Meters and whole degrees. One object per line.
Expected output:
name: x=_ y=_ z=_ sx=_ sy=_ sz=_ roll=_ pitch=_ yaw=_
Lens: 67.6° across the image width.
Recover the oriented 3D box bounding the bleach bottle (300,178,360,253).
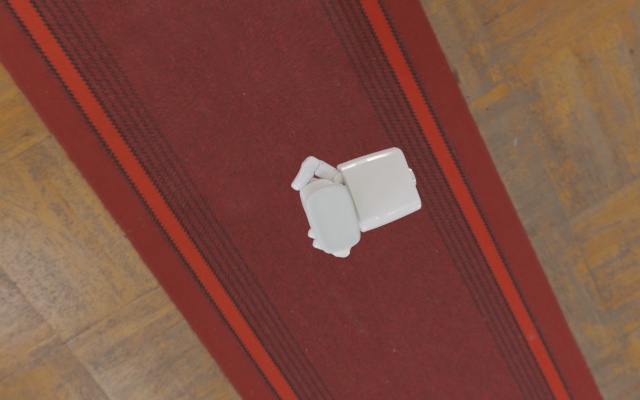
bleach bottle: x=0.000 y=0.003 z=0.791 sx=0.068 sy=0.102 sz=0.250 roll=-20 pitch=15 yaw=-5
